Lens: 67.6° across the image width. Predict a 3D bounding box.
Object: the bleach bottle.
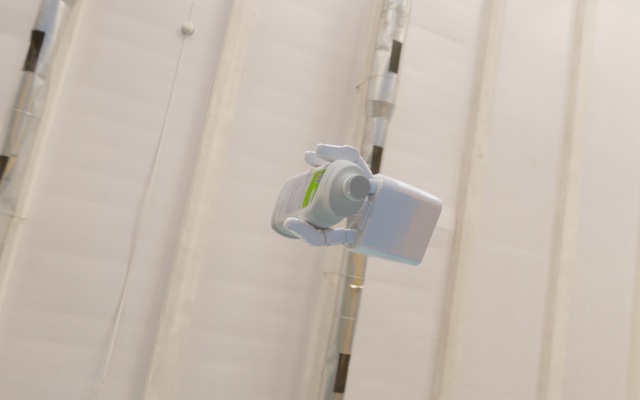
[{"bbox_3d":[0.000,0.002,0.667,0.068,0.102,0.251,19,-11,-18],"label":"bleach bottle"}]
